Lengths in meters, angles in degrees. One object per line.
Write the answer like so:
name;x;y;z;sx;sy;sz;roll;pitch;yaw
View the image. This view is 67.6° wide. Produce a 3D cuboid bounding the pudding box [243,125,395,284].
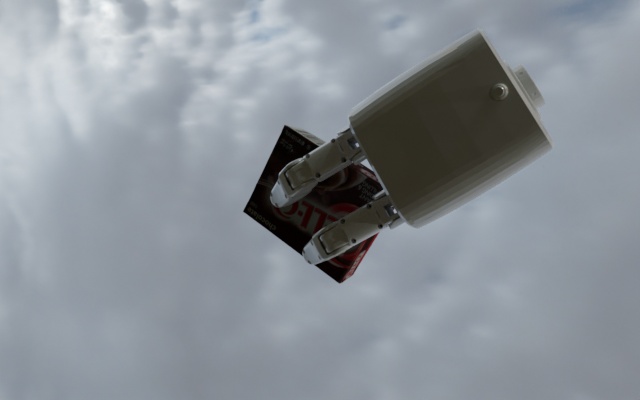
pudding box;0.000;0.001;0.410;0.113;0.090;0.039;35;19;20
